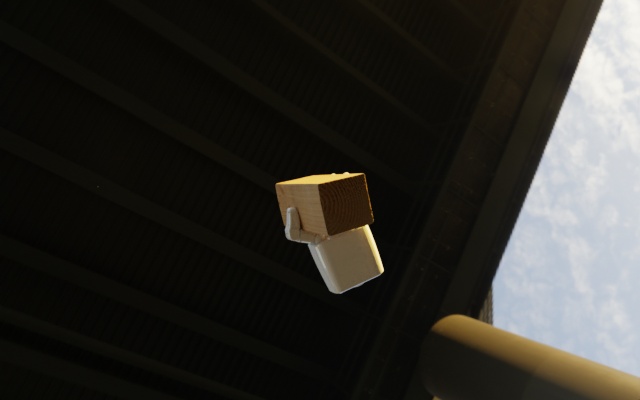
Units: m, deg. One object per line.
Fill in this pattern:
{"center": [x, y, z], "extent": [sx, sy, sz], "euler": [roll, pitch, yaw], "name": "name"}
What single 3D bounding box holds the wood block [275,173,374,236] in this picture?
{"center": [0.000, 0.003, 0.878], "extent": [0.091, 0.090, 0.206], "euler": [-15, 8, -24], "name": "wood block"}
